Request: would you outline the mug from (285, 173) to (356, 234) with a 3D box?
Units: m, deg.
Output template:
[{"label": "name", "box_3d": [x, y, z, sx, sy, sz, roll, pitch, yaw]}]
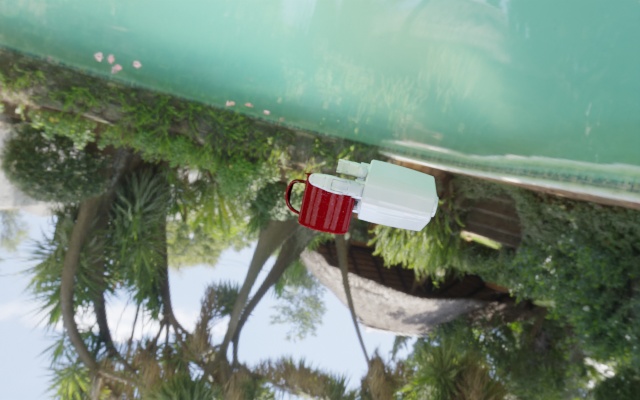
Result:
[{"label": "mug", "box_3d": [-0.001, 0.002, 0.757, 0.117, 0.081, 0.093, 13, 5, 6]}]
